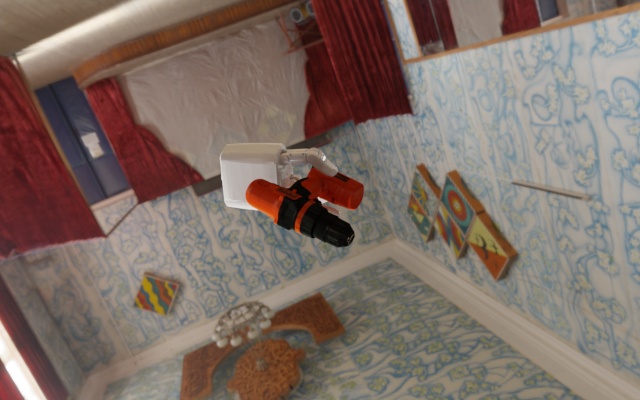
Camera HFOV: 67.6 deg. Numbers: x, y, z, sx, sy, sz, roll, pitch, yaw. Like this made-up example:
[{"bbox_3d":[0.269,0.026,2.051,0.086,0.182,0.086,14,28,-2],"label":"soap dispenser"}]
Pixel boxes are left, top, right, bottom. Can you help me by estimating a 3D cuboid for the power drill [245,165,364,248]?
[{"bbox_3d":[0.000,0.002,0.769,0.184,0.057,0.187,27,24,20],"label":"power drill"}]
